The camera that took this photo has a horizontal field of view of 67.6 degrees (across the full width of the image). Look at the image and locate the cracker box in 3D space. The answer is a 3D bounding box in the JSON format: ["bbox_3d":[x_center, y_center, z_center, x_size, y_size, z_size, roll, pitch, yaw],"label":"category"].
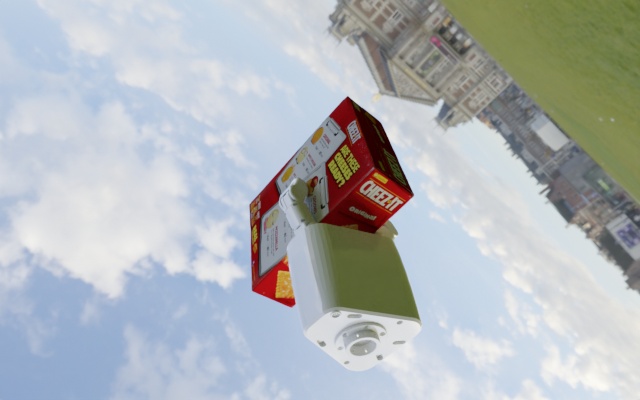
[{"bbox_3d":[0.000,0.002,0.588,0.072,0.214,0.164,31,28,-29],"label":"cracker box"}]
